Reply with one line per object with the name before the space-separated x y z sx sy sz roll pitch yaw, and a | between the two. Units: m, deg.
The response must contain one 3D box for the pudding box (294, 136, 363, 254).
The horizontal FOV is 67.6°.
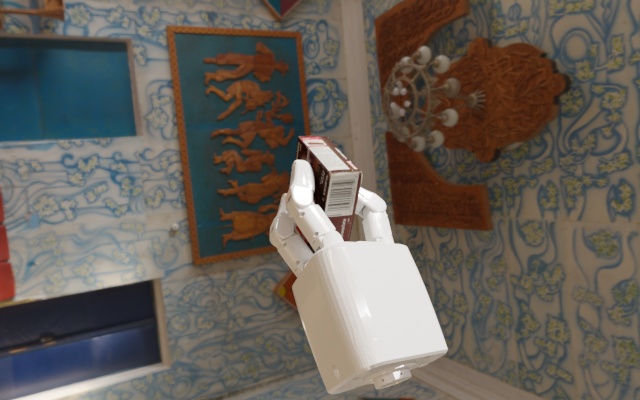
pudding box | 0.000 0.002 0.493 0.039 0.113 0.090 -2 30 -24
